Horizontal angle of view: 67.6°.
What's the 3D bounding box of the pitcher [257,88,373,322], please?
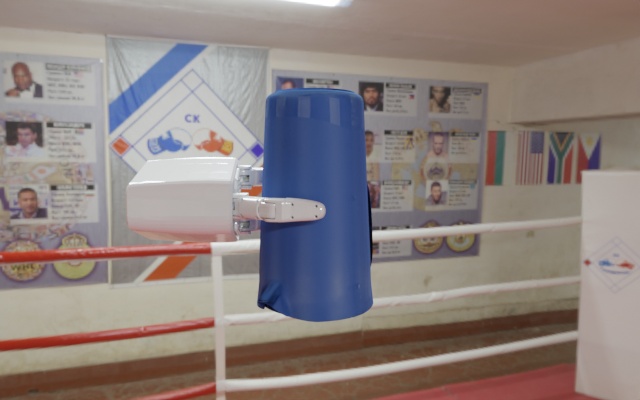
[{"bbox_3d":[0.000,0.002,0.545,0.145,0.243,0.149,0,6,-4],"label":"pitcher"}]
